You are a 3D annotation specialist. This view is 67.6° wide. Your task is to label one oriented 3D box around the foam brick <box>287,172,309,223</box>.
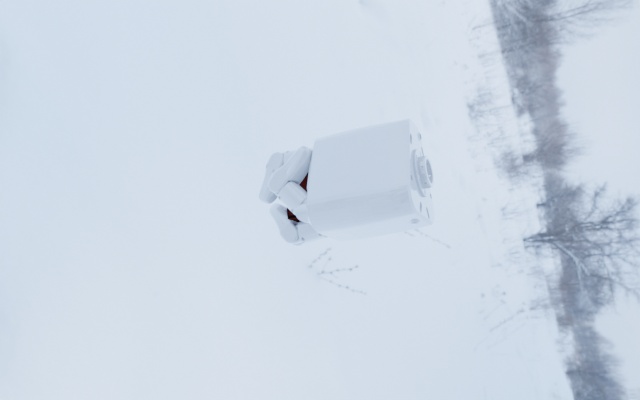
[{"bbox_3d":[0.000,0.002,0.570,0.051,0.053,0.078,-11,-18,25],"label":"foam brick"}]
